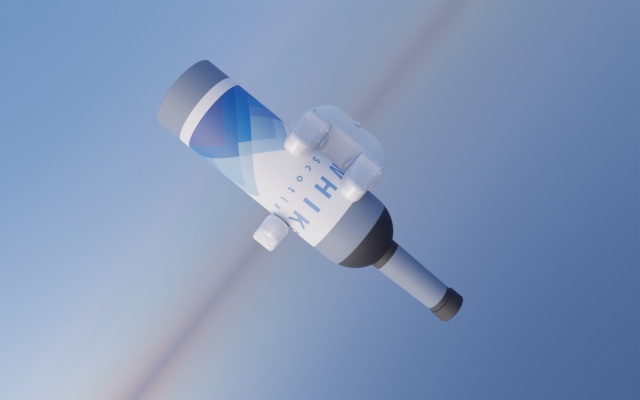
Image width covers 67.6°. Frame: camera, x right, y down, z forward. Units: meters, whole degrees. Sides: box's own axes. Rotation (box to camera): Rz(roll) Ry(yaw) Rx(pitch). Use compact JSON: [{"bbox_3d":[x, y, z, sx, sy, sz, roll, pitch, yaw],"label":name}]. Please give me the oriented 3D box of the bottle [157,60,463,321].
[{"bbox_3d":[0.000,0.001,0.406,0.296,0.069,0.069,39,-2,-3],"label":"bottle"}]
